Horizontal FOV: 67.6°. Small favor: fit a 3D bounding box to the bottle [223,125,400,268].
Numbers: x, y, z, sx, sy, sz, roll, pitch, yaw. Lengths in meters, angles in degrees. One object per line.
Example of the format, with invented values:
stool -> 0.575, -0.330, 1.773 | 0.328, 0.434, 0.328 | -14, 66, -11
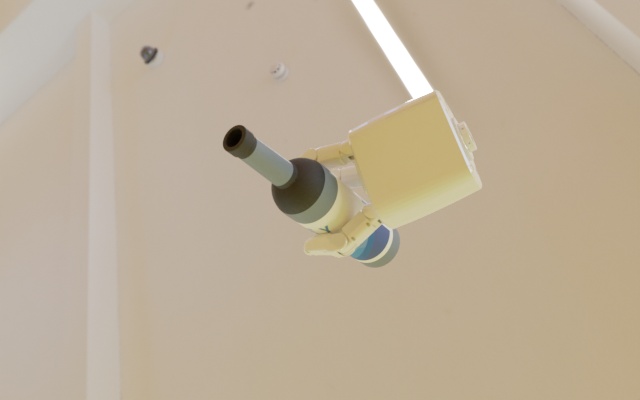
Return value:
bottle -> 0.000, 0.002, 0.536 | 0.069, 0.069, 0.296 | 0, -23, 35
